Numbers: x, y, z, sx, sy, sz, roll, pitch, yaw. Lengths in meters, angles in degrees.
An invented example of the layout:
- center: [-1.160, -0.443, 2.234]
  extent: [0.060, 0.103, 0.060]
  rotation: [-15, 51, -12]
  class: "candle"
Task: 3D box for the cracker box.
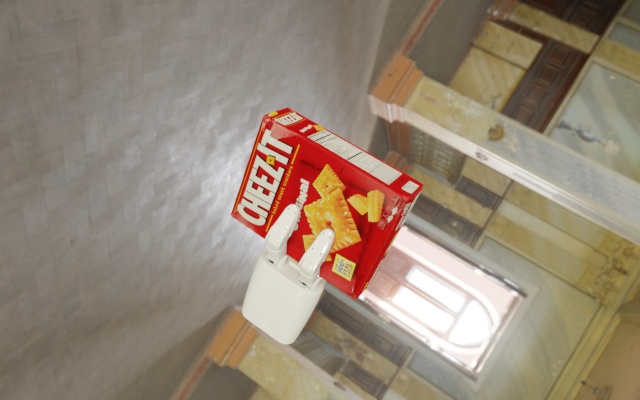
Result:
- center: [0.000, 0.002, 0.627]
  extent: [0.213, 0.164, 0.072]
  rotation: [32, 29, 15]
  class: "cracker box"
